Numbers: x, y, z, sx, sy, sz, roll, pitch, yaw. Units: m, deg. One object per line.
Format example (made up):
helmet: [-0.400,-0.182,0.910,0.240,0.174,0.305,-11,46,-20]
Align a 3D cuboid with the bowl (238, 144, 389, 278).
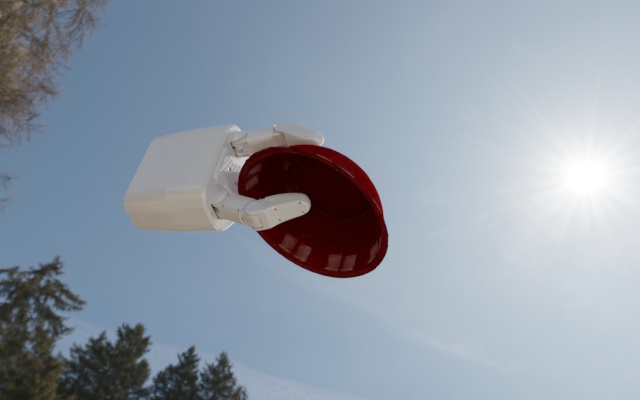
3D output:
bowl: [0.001,0.002,0.474,0.162,0.162,0.055,0,38,35]
